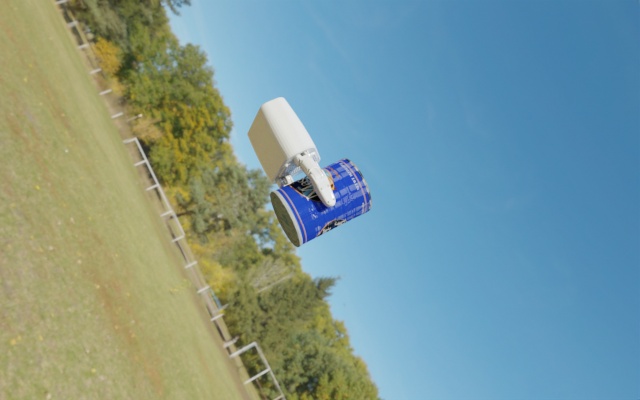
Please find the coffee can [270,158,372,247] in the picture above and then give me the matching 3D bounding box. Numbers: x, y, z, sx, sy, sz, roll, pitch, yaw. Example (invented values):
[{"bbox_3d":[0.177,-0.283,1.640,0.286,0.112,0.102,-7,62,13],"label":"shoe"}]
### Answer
[{"bbox_3d":[0.000,0.003,0.807,0.140,0.103,0.103,-26,8,-16],"label":"coffee can"}]
